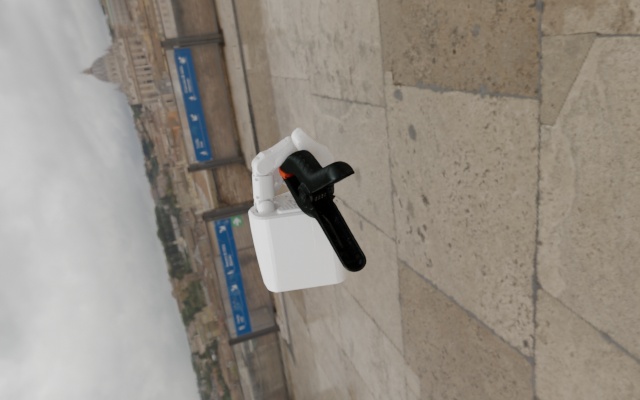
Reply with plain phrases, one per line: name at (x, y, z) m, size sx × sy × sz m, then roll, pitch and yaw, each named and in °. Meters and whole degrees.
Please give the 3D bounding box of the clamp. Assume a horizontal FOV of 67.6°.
clamp at (-0.001, 0.002, 0.518) m, size 0.039 × 0.120 × 0.171 m, roll -14°, pitch 20°, yaw -18°
